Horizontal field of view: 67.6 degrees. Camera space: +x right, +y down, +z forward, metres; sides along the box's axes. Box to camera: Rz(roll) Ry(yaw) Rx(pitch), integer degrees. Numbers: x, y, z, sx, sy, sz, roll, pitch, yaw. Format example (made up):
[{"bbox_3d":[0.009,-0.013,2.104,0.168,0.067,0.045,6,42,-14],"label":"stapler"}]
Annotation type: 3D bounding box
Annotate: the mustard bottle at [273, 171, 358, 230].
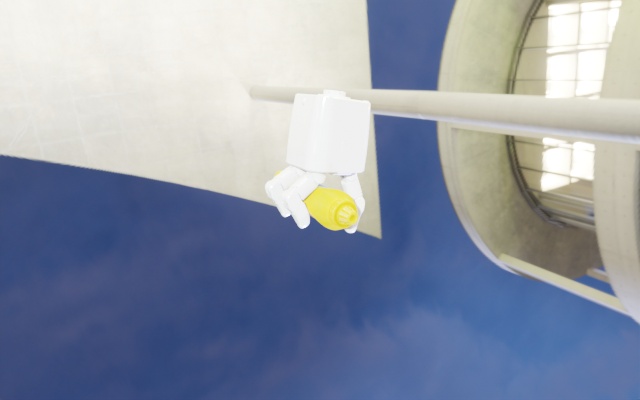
[{"bbox_3d":[0.000,0.003,0.731,0.096,0.058,0.191,29,-2,-31],"label":"mustard bottle"}]
